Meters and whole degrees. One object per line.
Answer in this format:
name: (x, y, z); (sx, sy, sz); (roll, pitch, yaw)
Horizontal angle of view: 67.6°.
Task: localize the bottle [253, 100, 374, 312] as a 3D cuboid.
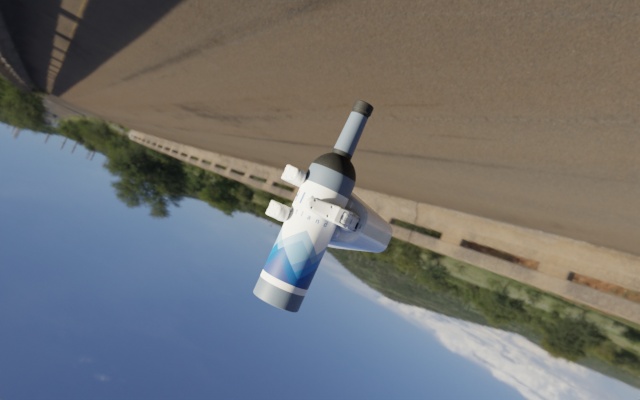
bottle: (0.000, 0.002, 0.648); (0.069, 0.295, 0.069); (24, -2, 1)
